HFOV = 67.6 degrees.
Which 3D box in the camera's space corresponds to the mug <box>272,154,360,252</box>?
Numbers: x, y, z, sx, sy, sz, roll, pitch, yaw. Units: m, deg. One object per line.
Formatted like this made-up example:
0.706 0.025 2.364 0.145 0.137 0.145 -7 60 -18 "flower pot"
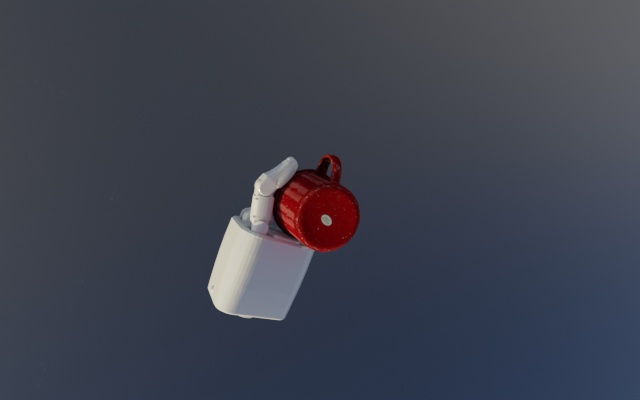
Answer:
0.001 0.001 0.577 0.093 0.117 0.081 17 5 -23 "mug"
